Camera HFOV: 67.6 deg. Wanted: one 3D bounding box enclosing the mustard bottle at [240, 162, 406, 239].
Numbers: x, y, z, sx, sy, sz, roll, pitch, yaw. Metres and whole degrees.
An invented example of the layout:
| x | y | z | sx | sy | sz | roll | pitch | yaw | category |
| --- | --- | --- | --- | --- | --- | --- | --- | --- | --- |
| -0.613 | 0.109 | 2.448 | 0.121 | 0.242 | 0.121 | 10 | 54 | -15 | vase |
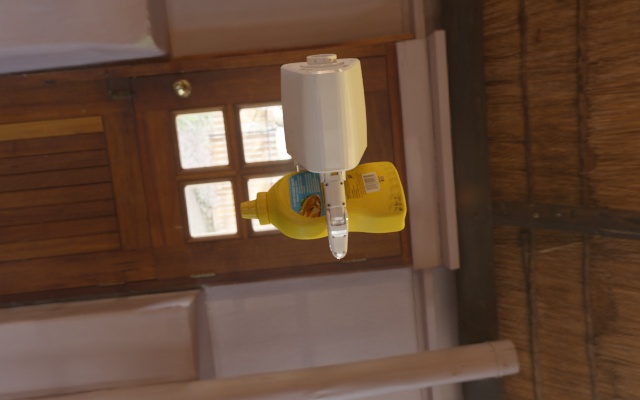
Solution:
| x | y | z | sx | sy | sz | roll | pitch | yaw | category |
| --- | --- | --- | --- | --- | --- | --- | --- | --- | --- |
| 0.000 | 0.002 | 0.576 | 0.191 | 0.096 | 0.058 | -6 | -44 | -2 | mustard bottle |
